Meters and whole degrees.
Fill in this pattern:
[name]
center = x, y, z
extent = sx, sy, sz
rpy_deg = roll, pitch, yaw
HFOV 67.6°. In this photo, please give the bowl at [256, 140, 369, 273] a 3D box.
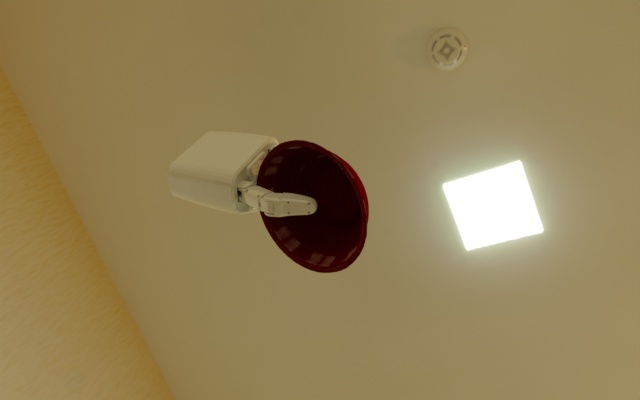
[bowl]
center = 0.001, 0.002, 0.567
extent = 0.162, 0.162, 0.055
rpy_deg = 0, 18, 40
